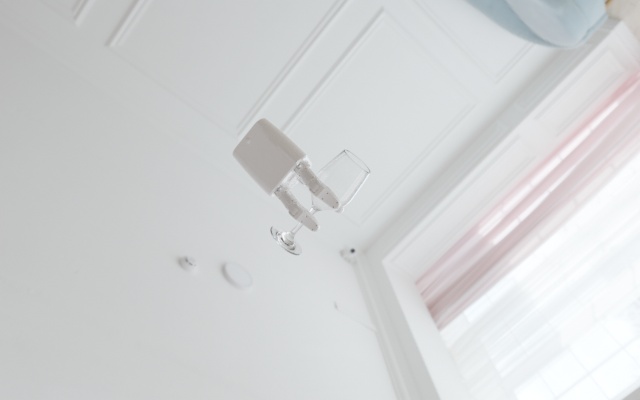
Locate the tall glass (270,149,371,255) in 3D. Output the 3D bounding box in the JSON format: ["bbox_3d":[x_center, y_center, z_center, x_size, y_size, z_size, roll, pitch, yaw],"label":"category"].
[{"bbox_3d":[0.000,0.003,0.853,0.079,0.201,0.079,38,16,-13],"label":"tall glass"}]
